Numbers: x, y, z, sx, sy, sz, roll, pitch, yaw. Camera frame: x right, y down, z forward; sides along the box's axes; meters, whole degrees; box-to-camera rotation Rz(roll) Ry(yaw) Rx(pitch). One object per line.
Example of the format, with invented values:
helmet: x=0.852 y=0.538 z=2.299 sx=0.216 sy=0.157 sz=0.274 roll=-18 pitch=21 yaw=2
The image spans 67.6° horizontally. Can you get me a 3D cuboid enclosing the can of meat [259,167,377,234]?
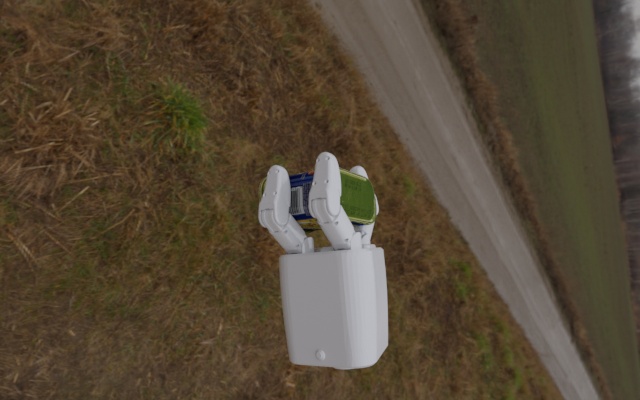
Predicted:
can of meat: x=0.000 y=0.002 z=0.501 sx=0.084 sy=0.057 sz=0.102 roll=-8 pitch=-11 yaw=33
